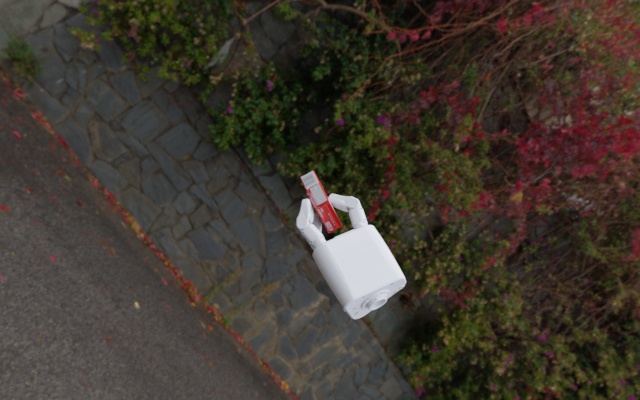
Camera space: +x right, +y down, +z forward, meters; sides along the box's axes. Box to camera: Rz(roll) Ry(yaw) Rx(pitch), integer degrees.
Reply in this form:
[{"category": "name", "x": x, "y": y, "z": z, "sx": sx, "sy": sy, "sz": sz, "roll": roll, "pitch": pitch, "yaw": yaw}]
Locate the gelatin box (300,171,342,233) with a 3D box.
[{"category": "gelatin box", "x": 0.000, "y": 0.002, "z": 0.837, "sx": 0.030, "sy": 0.089, "sz": 0.073, "roll": -27, "pitch": -45, "yaw": 1}]
